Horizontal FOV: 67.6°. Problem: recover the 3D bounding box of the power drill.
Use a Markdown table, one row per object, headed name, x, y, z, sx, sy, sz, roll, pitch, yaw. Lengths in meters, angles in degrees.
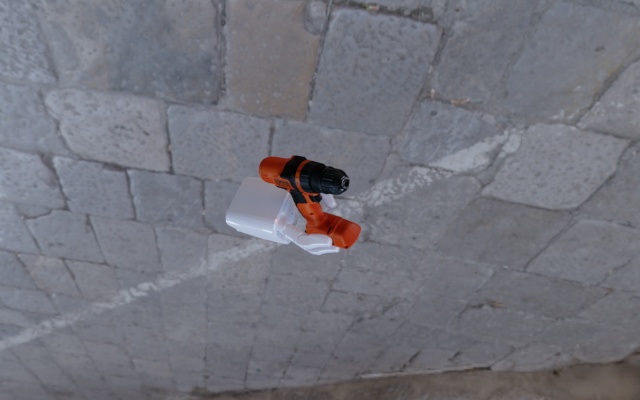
| name | x | y | z | sx | sy | sz | roll | pitch | yaw |
| --- | --- | --- | --- | --- | --- | --- | --- | --- | --- |
| power drill | 0.000 | 0.003 | 0.809 | 0.184 | 0.057 | 0.188 | 15 | -32 | 42 |
